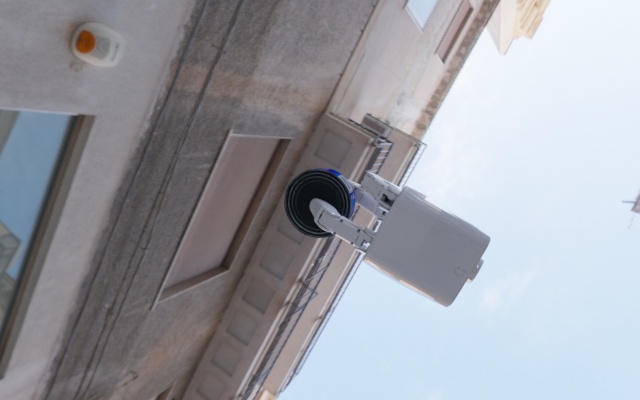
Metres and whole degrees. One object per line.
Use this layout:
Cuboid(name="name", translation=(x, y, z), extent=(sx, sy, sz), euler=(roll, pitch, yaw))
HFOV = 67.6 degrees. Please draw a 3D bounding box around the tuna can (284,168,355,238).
Cuboid(name="tuna can", translation=(0.000, 0.002, 0.601), extent=(0.086, 0.086, 0.033), euler=(0, 9, 15))
